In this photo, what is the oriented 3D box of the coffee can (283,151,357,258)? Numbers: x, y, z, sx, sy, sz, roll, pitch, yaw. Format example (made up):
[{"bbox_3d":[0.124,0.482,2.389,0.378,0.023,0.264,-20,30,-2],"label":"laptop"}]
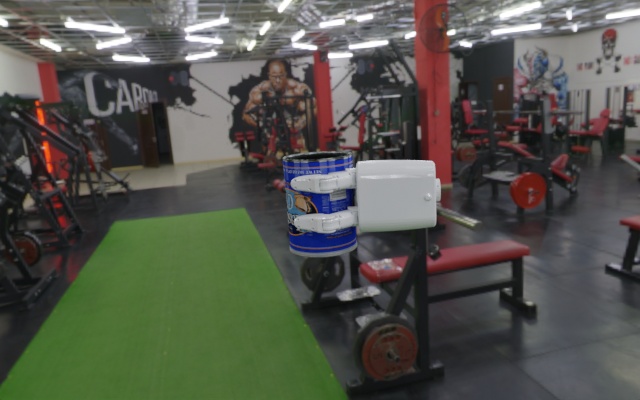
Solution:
[{"bbox_3d":[0.000,0.002,0.709,0.103,0.140,0.102,-4,12,1],"label":"coffee can"}]
